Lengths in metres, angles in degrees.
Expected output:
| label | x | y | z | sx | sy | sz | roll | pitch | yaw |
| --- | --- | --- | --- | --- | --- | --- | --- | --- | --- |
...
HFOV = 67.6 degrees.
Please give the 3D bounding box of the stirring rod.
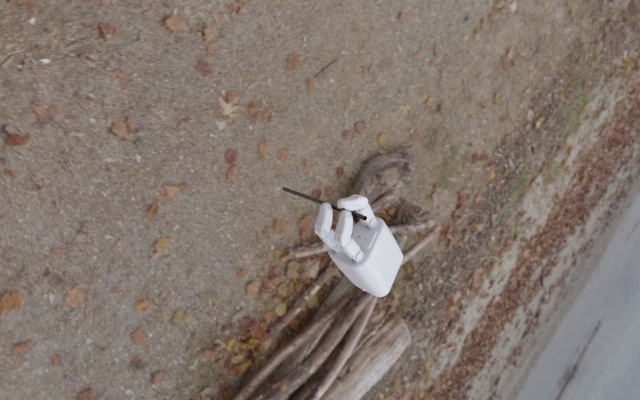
| label | x | y | z | sx | sy | sz | roll | pitch | yaw |
| --- | --- | --- | --- | --- | --- | --- | --- | --- | --- |
| stirring rod | 0.000 | 0.003 | 0.869 | 0.011 | 0.011 | 0.239 | 0 | 13 | -39 |
